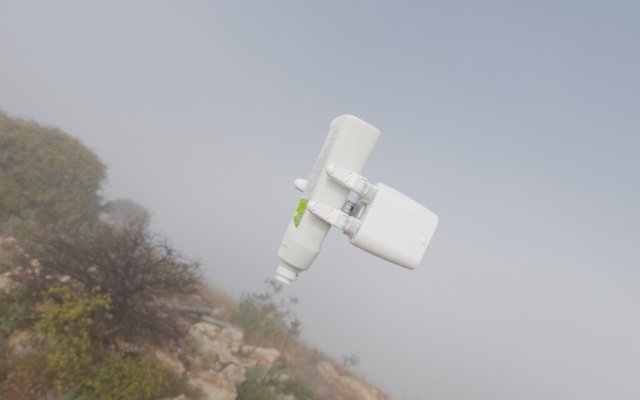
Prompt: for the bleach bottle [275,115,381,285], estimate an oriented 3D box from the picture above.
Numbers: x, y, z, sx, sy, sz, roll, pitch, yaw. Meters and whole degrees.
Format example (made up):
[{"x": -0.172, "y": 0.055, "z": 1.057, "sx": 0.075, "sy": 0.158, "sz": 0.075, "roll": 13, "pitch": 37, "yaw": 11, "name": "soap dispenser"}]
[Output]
[{"x": 0.000, "y": 0.002, "z": 0.697, "sx": 0.068, "sy": 0.251, "sz": 0.102, "roll": 27, "pitch": -3, "yaw": -11, "name": "bleach bottle"}]
